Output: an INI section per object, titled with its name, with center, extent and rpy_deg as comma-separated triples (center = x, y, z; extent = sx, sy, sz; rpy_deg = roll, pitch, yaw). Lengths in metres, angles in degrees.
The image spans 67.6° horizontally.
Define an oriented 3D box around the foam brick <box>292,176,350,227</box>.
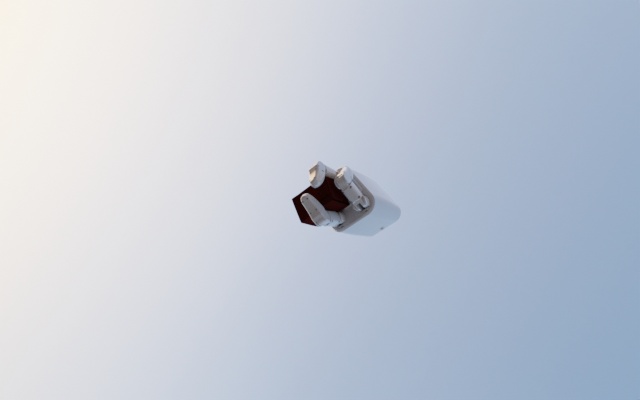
[foam brick]
center = 0.000, 0.003, 0.832
extent = 0.078, 0.053, 0.051
rpy_deg = -35, -30, 27
